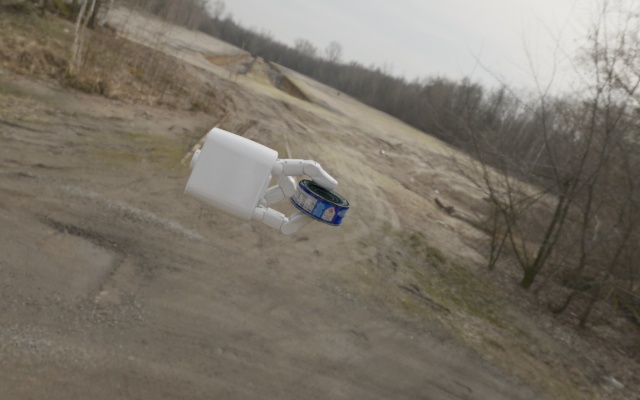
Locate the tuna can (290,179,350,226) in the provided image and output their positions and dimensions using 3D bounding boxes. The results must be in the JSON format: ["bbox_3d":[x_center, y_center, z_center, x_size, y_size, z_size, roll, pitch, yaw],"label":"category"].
[{"bbox_3d":[0.000,0.002,0.716,0.086,0.034,0.086,26,13,-7],"label":"tuna can"}]
